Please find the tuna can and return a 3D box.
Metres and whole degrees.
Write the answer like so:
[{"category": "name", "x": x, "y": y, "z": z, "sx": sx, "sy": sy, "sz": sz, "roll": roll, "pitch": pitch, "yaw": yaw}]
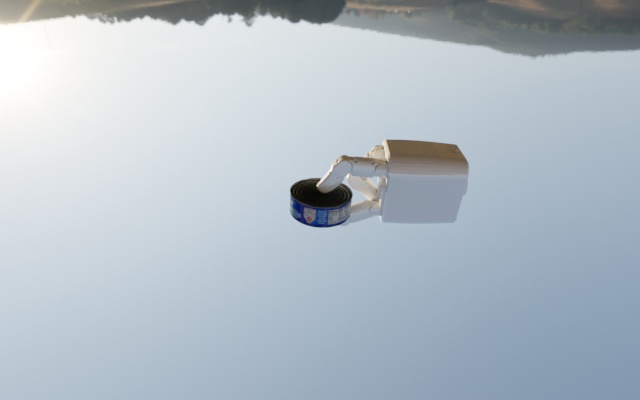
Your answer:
[{"category": "tuna can", "x": 0.000, "y": 0.003, "z": 0.656, "sx": 0.086, "sy": 0.034, "sz": 0.086, "roll": 4, "pitch": 29, "yaw": -2}]
